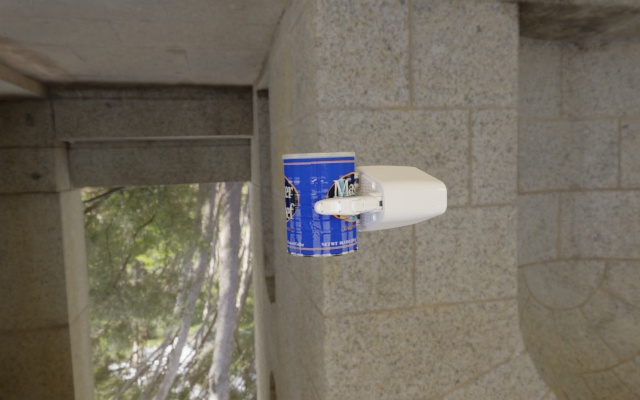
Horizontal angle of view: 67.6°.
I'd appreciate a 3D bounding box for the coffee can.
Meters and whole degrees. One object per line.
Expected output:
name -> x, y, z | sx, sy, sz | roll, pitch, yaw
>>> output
coffee can -> 0.000, 0.002, 0.681 | 0.103, 0.140, 0.103 | -2, 5, 0
